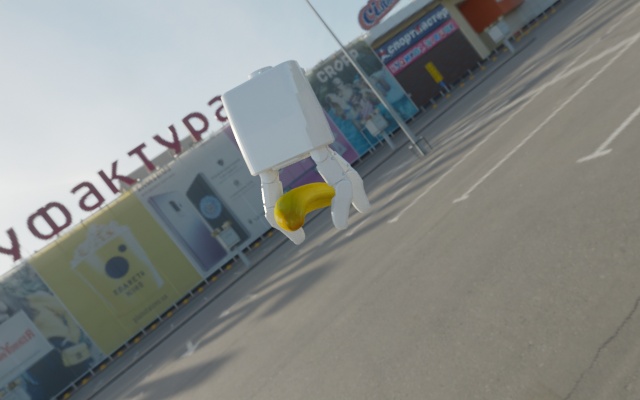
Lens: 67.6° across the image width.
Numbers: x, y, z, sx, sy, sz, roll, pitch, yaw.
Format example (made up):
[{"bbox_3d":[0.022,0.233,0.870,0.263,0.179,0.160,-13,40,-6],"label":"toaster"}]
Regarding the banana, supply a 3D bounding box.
[{"bbox_3d":[-0.015,0.002,0.595,0.069,0.037,0.197,-4,10,26],"label":"banana"}]
